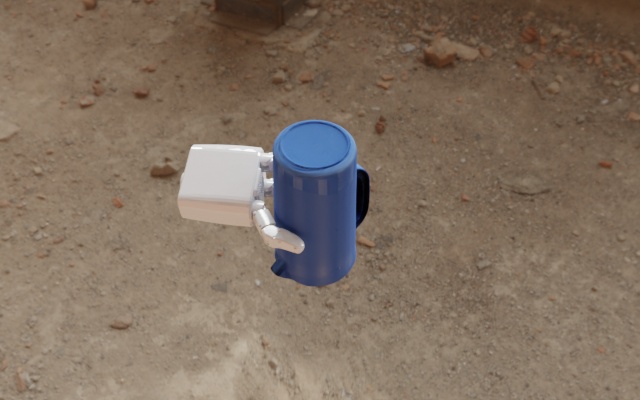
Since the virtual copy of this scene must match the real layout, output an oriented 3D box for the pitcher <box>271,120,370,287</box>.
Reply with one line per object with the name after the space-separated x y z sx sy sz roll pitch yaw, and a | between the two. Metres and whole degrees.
0.000 0.002 0.696 0.145 0.149 0.243 6 -41 4 | pitcher
